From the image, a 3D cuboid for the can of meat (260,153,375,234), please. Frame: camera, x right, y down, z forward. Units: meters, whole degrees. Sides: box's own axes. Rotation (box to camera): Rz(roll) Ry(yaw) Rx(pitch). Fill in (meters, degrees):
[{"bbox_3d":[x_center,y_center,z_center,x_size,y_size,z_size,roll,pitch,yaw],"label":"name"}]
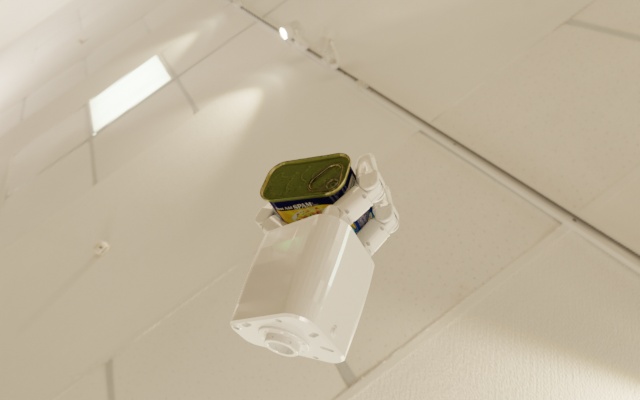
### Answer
[{"bbox_3d":[0.000,0.002,0.520,0.102,0.057,0.084,-6,-44,29],"label":"can of meat"}]
